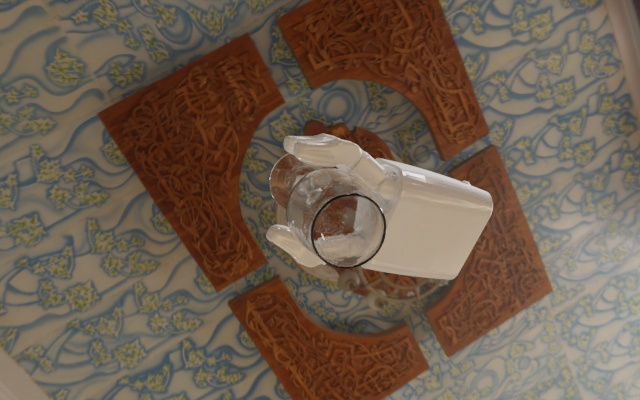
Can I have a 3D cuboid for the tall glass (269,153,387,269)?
[{"bbox_3d":[0.000,0.001,0.465,0.079,0.079,0.201,0,14,-13],"label":"tall glass"}]
